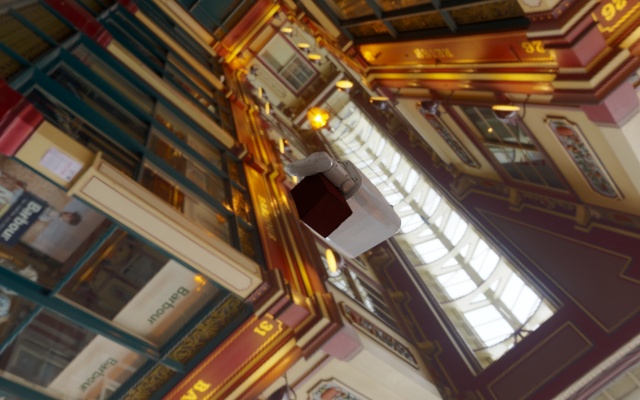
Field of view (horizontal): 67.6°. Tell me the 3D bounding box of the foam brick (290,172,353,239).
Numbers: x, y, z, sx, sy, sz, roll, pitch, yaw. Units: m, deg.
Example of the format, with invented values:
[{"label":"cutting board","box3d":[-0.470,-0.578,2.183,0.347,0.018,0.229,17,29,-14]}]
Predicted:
[{"label":"foam brick","box3d":[0.000,0.002,0.636,0.051,0.053,0.078,41,13,-28]}]
